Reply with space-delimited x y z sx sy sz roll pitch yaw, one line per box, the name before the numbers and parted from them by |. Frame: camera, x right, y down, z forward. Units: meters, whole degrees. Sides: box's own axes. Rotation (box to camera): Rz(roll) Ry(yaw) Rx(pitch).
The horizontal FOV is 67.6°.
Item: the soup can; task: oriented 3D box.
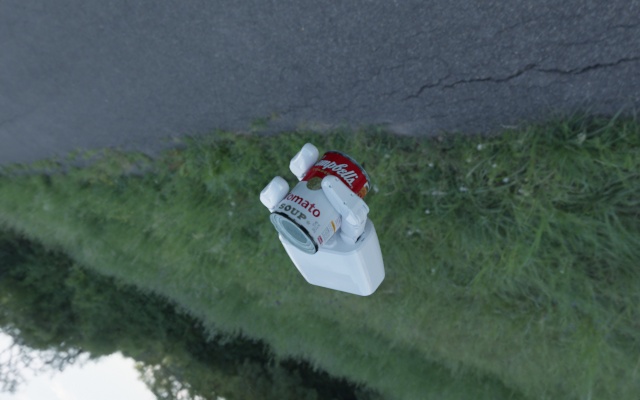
soup can | 0.000 0.002 0.536 0.102 0.068 0.068 -49 23 -22
